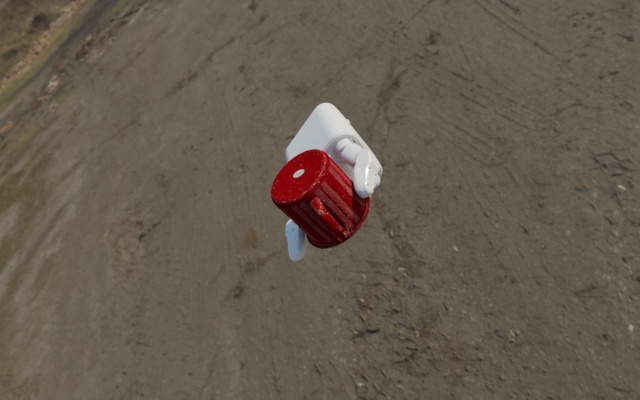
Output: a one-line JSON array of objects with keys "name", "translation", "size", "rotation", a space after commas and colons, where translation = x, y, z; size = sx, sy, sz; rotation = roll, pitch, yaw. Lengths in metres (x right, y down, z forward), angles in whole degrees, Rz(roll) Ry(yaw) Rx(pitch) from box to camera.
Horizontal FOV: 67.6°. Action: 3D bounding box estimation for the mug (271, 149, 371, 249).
[{"name": "mug", "translation": [0.000, 0.002, 0.539], "size": [0.081, 0.093, 0.117], "rotation": [45, 13, -34]}]
